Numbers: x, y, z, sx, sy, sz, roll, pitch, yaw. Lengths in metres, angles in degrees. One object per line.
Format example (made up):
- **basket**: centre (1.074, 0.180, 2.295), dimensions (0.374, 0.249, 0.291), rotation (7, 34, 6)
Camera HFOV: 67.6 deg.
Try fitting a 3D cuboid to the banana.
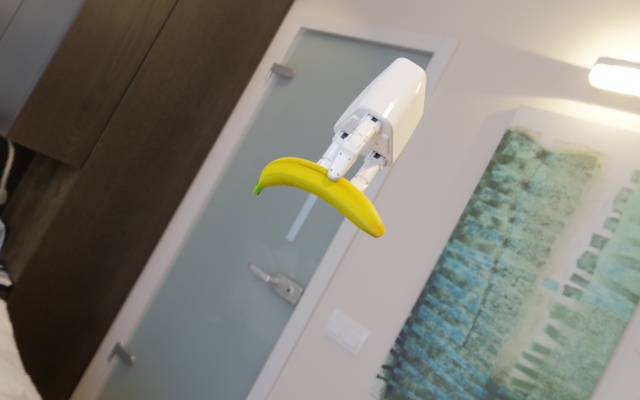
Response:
- **banana**: centre (-0.003, -0.014, 0.614), dimensions (0.198, 0.070, 0.037), rotation (20, 43, 26)
